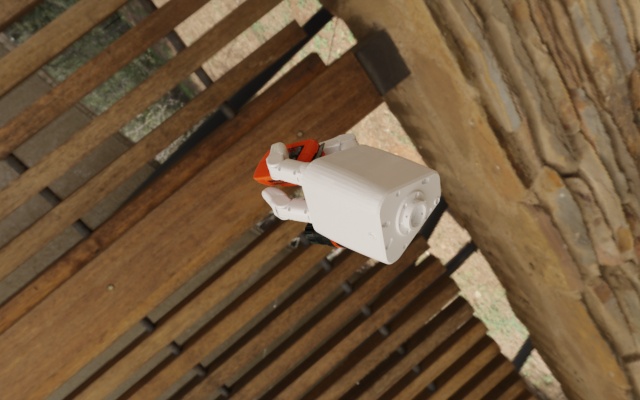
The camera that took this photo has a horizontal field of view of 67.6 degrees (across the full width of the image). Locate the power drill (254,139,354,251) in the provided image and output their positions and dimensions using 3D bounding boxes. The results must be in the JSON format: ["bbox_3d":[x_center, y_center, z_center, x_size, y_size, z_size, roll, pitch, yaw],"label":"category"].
[{"bbox_3d":[0.000,0.002,0.656,0.184,0.057,0.188,-8,-41,47],"label":"power drill"}]
